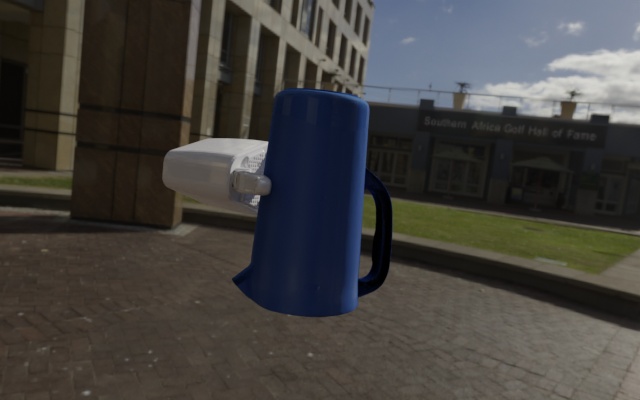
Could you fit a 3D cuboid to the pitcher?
[{"bbox_3d":[0.000,0.002,0.554,0.145,0.243,0.149,9,6,27],"label":"pitcher"}]
